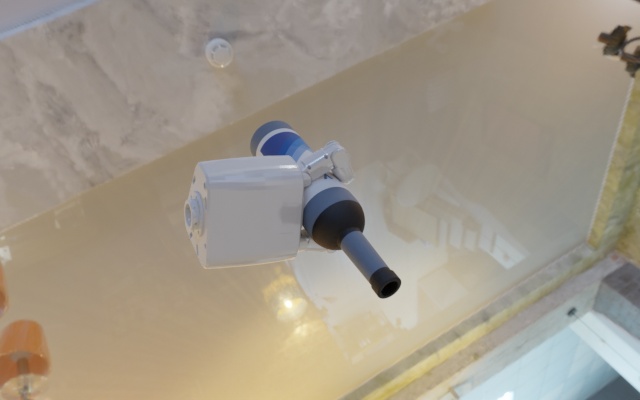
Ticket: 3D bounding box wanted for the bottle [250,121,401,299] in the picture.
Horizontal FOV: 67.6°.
[{"bbox_3d":[0.000,0.002,0.558,0.069,0.069,0.295,0,34,-33],"label":"bottle"}]
